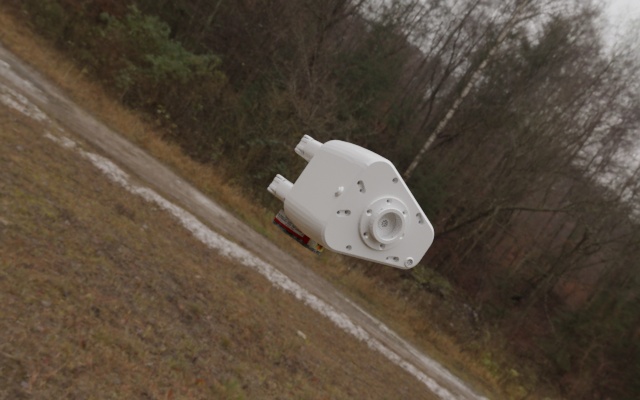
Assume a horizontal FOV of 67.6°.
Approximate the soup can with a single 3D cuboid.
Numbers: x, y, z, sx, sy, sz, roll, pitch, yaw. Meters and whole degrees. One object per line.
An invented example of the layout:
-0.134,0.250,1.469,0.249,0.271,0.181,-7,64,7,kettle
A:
0.000,0.002,0.554,0.068,0.102,0.068,35,-1,0,soup can
